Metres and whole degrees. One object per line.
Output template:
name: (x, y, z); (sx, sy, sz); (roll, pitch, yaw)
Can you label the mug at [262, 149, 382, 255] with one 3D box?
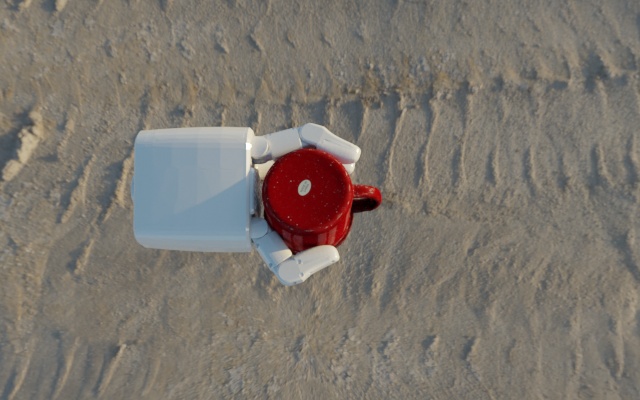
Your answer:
mug: (0.002, 0.001, 0.455); (0.117, 0.093, 0.081); (-1, -16, -1)
